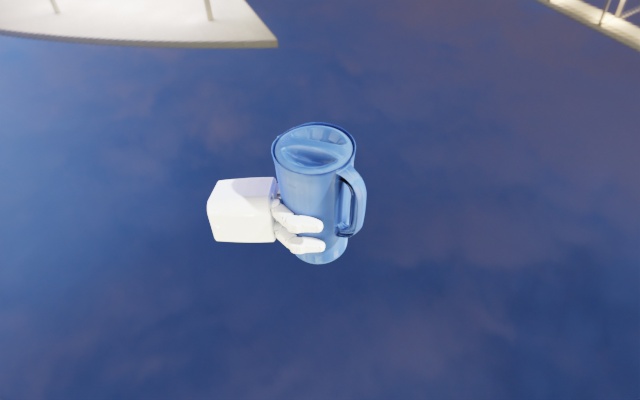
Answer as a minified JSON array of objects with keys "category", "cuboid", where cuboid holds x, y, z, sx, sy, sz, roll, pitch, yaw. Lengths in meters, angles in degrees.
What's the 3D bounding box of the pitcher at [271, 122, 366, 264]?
[{"category":"pitcher","cuboid":[0.000,0.003,0.823,0.145,0.243,0.149,-2,44,1]}]
